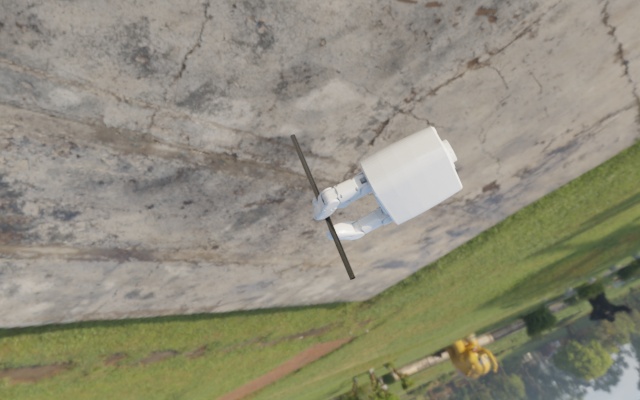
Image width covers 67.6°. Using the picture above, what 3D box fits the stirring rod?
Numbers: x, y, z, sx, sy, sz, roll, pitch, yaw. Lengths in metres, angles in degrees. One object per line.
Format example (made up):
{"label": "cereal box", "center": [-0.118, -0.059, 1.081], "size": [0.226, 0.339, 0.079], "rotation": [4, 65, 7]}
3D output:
{"label": "stirring rod", "center": [0.000, 0.002, 0.679], "size": [0.011, 0.239, 0.011], "rotation": [-19, -25, -9]}
